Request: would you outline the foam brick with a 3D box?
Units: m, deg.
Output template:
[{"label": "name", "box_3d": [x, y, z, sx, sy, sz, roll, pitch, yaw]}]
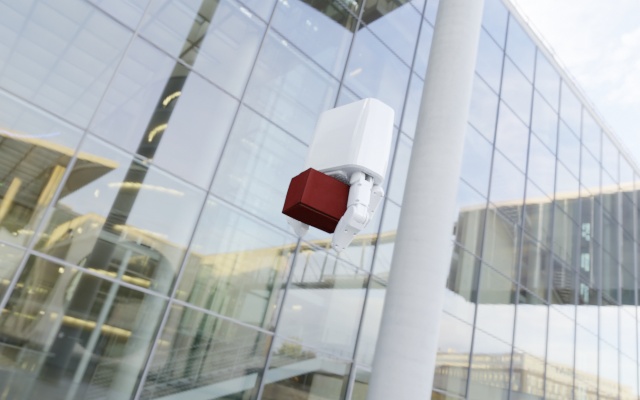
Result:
[{"label": "foam brick", "box_3d": [0.000, 0.002, 0.596, 0.078, 0.051, 0.053, 25, -25, -25]}]
